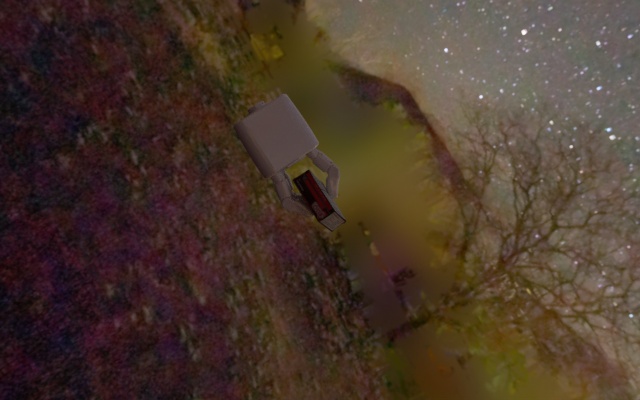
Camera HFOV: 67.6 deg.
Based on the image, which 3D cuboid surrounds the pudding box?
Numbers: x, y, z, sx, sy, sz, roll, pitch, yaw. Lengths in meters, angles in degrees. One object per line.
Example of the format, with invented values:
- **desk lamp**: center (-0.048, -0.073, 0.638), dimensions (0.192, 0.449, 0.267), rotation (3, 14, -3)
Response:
- **pudding box**: center (0.000, 0.003, 0.845), dimensions (0.039, 0.090, 0.113), rotation (-33, -17, 6)
